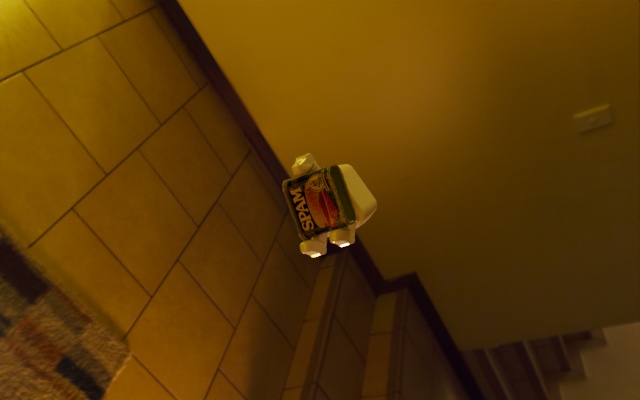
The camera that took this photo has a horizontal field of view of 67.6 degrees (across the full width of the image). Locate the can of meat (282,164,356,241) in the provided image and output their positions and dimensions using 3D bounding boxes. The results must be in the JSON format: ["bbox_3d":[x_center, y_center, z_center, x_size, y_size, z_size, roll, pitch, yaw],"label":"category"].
[{"bbox_3d":[0.000,0.002,0.747,0.084,0.102,0.057,-19,1,24],"label":"can of meat"}]
